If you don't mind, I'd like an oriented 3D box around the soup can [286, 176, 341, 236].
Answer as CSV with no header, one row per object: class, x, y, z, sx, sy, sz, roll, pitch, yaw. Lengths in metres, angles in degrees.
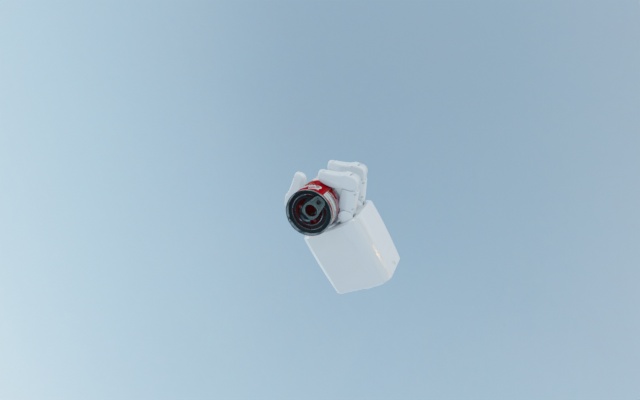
soup can,0.000,0.002,0.701,0.068,0.068,0.102,0,18,21
